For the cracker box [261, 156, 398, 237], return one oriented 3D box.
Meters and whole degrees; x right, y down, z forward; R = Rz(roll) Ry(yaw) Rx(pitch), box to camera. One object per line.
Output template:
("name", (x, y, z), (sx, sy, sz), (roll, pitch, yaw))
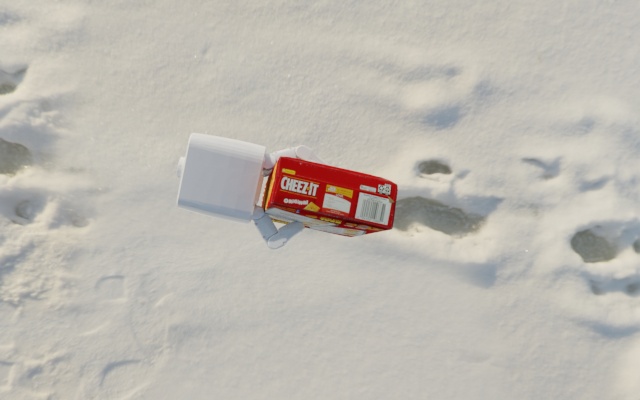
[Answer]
("cracker box", (0.000, 0.002, 0.708), (0.164, 0.072, 0.214), (12, -9, -10))
